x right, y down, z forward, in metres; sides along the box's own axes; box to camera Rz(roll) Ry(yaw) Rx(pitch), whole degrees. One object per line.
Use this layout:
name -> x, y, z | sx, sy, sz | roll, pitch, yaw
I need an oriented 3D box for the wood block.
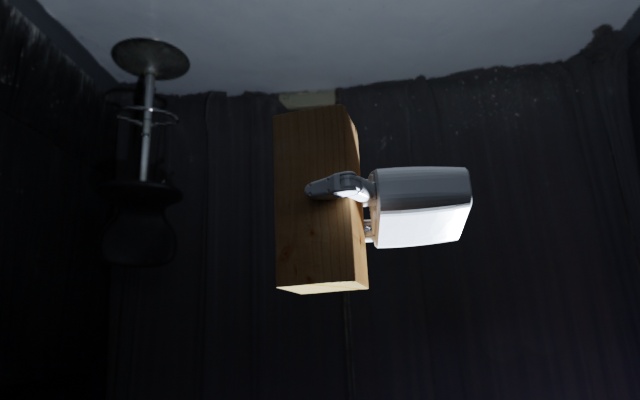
wood block -> 0.000, 0.002, 0.575 | 0.090, 0.206, 0.091 | -7, -17, 14
